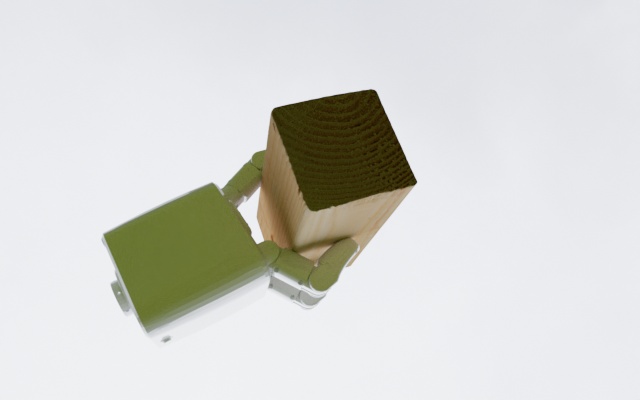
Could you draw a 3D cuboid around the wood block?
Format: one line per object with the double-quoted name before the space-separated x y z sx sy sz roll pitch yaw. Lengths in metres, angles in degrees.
"wood block" 0.000 0.001 0.443 0.090 0.090 0.206 -15 -20 -17
